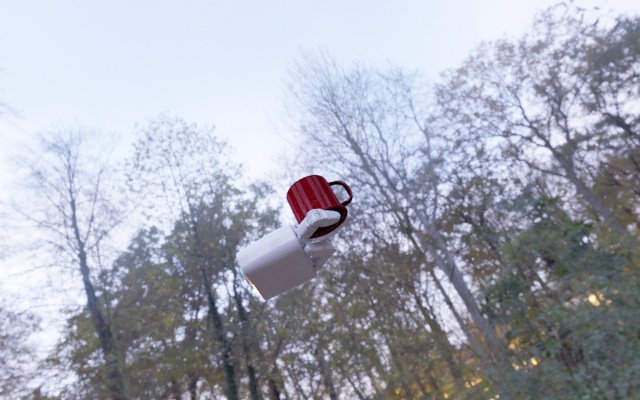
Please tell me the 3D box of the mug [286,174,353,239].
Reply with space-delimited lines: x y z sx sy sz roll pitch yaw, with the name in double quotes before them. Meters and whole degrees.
"mug" 0.001 0.002 0.847 0.117 0.081 0.093 -28 -29 -2
